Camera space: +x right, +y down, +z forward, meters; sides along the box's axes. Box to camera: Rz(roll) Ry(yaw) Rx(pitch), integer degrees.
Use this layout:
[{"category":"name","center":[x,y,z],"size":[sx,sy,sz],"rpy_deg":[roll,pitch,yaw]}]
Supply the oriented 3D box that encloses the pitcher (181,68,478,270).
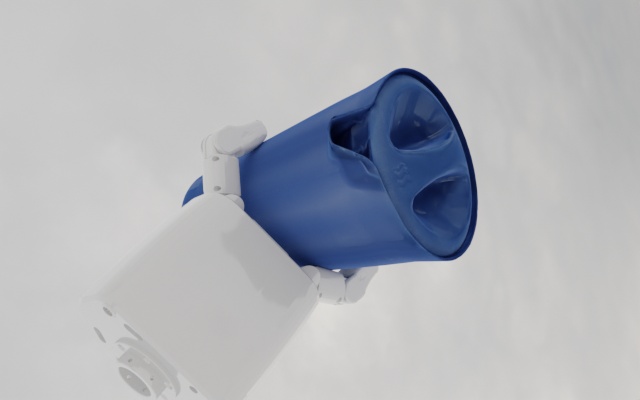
[{"category":"pitcher","center":[0.000,0.001,0.402],"size":[0.243,0.149,0.145],"rpy_deg":[-16,23,41]}]
